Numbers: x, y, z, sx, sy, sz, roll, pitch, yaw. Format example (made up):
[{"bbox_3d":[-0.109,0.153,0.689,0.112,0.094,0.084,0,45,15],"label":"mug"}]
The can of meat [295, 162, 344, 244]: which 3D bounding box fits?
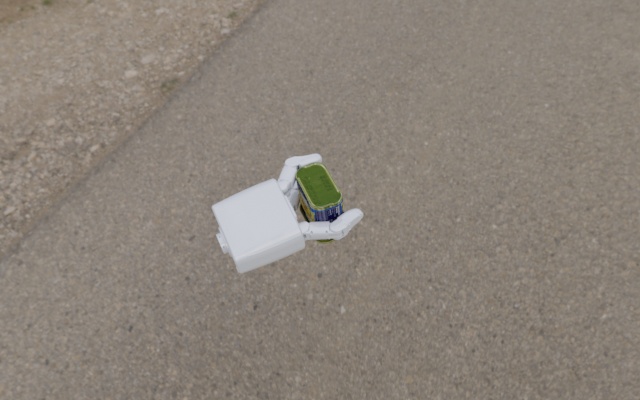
[{"bbox_3d":[0.000,0.002,0.754,0.057,0.102,0.084,-21,-41,-10],"label":"can of meat"}]
